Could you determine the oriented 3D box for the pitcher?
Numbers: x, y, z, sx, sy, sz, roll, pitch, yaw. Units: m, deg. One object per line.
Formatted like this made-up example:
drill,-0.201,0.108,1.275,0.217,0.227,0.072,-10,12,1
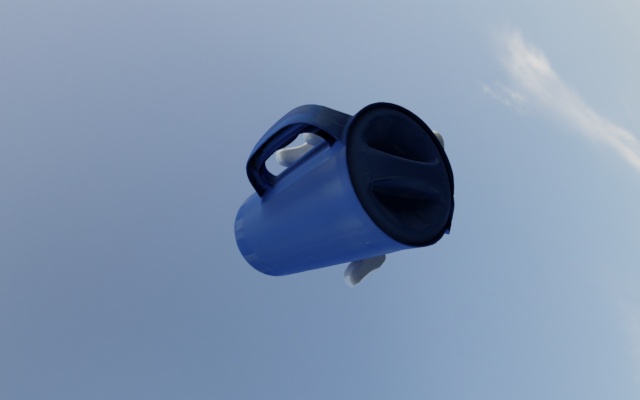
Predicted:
pitcher,0.000,0.002,0.497,0.145,0.149,0.243,-15,-7,-40
